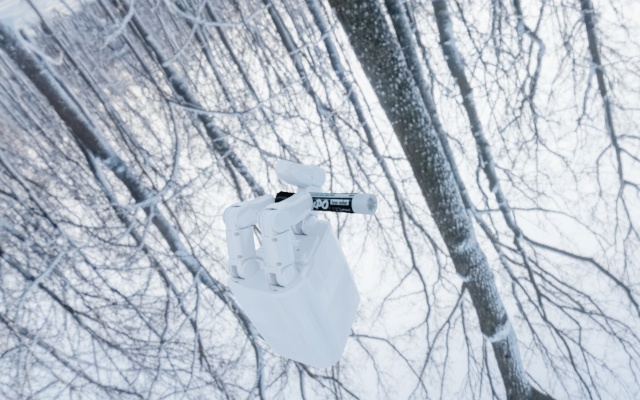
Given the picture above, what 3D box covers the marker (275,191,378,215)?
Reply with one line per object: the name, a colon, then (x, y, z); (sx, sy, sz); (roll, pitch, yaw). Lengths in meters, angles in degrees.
marker: (0.000, 0.001, 0.453); (0.121, 0.020, 0.020); (2, 2, 42)
